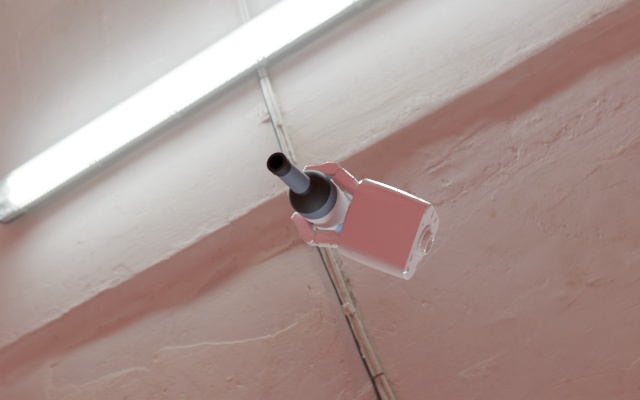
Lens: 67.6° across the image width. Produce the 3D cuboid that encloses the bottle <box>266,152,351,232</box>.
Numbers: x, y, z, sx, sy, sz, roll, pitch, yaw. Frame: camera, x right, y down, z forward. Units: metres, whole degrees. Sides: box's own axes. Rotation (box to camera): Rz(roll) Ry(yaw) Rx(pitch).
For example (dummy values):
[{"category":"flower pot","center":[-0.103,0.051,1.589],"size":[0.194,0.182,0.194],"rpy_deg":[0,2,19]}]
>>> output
[{"category":"bottle","center":[0.000,0.002,0.709],"size":[0.069,0.069,0.296],"rpy_deg":[0,-20,23]}]
